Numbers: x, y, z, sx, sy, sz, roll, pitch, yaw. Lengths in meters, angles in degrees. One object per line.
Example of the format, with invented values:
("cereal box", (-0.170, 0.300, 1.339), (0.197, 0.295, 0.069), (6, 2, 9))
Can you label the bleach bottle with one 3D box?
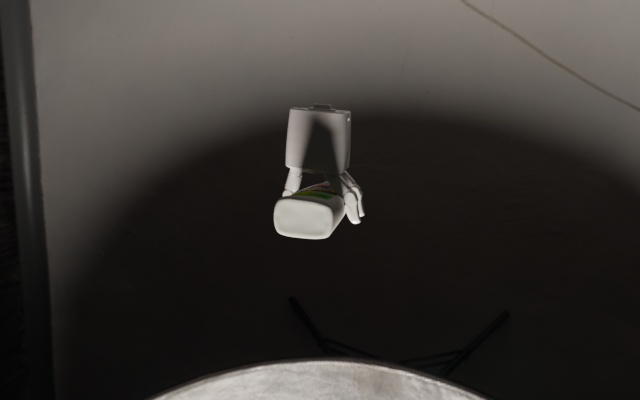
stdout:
("bleach bottle", (0.000, 0.003, 0.879), (0.102, 0.068, 0.250), (6, 14, 11))
